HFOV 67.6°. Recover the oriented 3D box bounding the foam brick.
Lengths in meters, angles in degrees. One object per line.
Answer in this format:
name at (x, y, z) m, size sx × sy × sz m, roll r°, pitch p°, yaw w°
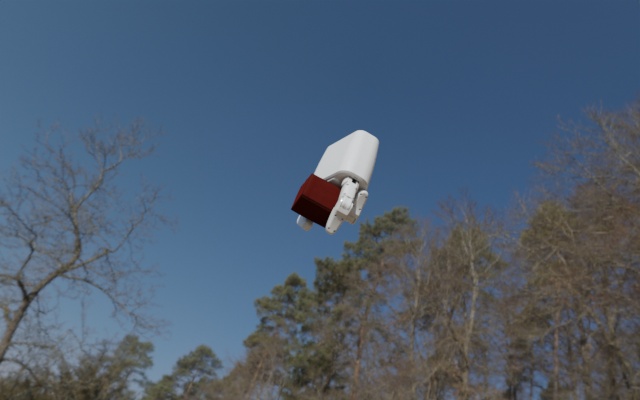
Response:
foam brick at (0.000, 0.002, 0.789) m, size 0.078 × 0.051 × 0.053 m, roll 29°, pitch -36°, yaw -11°
